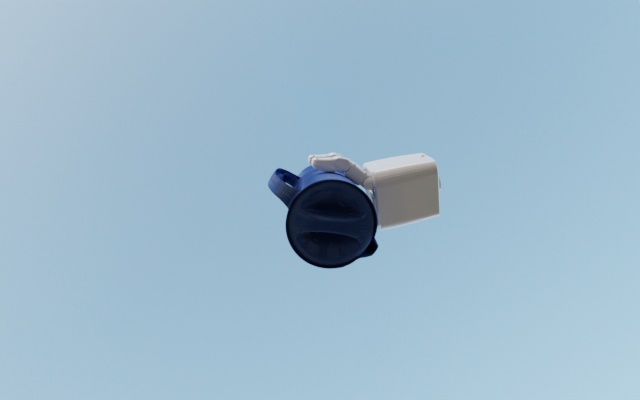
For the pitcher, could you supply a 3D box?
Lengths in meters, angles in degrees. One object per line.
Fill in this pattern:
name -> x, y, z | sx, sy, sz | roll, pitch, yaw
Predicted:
pitcher -> 0.000, 0.003, 0.790 | 0.145, 0.149, 0.242 | -12, 14, -1
